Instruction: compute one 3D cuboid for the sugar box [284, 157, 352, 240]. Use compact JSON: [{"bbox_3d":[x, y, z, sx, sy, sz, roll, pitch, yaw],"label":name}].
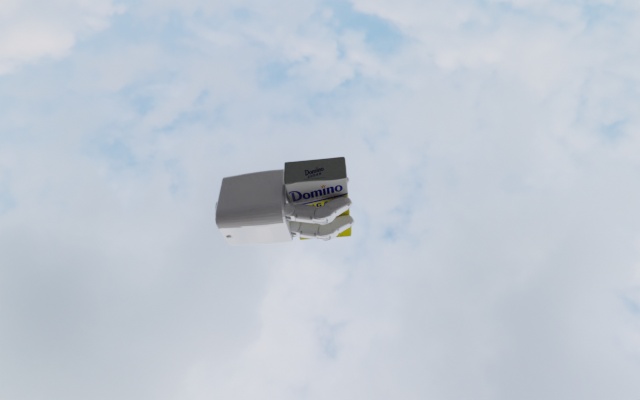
[{"bbox_3d":[0.000,0.003,0.762,0.093,0.048,0.176,-5,-31,4],"label":"sugar box"}]
